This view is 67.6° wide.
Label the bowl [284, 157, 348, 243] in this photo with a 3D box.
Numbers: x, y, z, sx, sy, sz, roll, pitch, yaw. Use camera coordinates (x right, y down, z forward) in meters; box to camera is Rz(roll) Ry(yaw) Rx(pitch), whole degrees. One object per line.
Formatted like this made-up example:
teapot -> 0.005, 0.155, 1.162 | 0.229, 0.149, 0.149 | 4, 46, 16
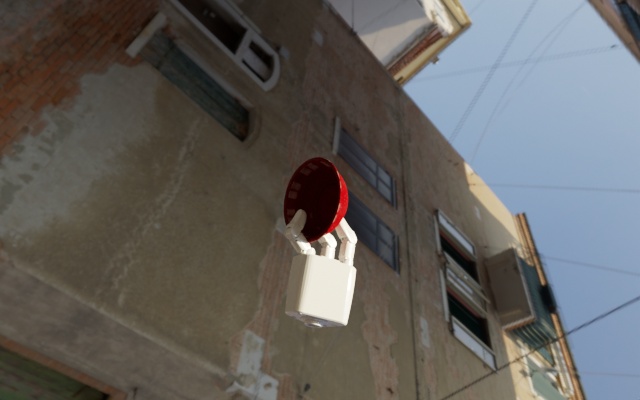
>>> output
bowl -> 0.001, 0.002, 0.897 | 0.055, 0.162, 0.162 | 13, -8, -40
